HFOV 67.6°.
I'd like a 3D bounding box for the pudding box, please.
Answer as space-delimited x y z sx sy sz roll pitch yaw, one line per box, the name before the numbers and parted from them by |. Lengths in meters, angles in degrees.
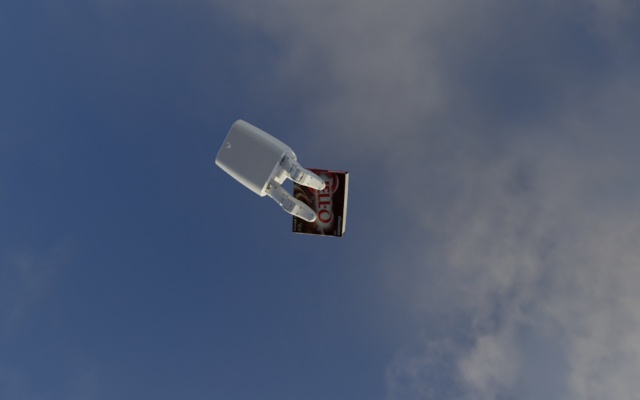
pudding box | 0.000 0.003 0.826 0.090 0.113 0.039 5 11 13
